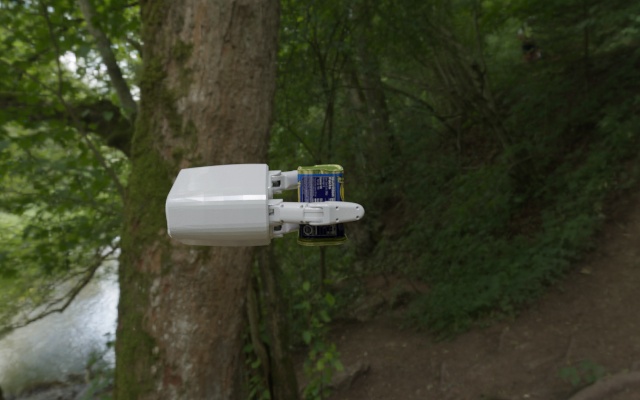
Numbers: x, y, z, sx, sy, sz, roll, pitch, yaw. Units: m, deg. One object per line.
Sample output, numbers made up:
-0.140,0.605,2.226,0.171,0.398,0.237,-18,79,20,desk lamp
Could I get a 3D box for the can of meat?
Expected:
0.000,0.002,0.564,0.057,0.084,0.102,-2,7,-1,can of meat
